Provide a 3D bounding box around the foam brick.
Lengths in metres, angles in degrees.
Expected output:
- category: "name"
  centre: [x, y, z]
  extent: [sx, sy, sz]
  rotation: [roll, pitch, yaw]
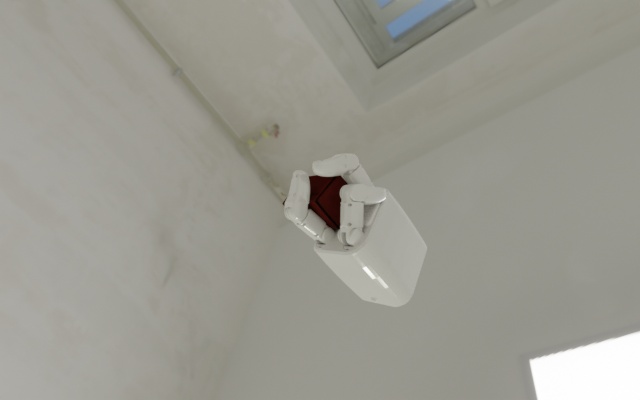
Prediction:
- category: "foam brick"
  centre: [0.000, 0.002, 0.609]
  extent: [0.051, 0.053, 0.078]
  rotation: [49, -27, -23]
